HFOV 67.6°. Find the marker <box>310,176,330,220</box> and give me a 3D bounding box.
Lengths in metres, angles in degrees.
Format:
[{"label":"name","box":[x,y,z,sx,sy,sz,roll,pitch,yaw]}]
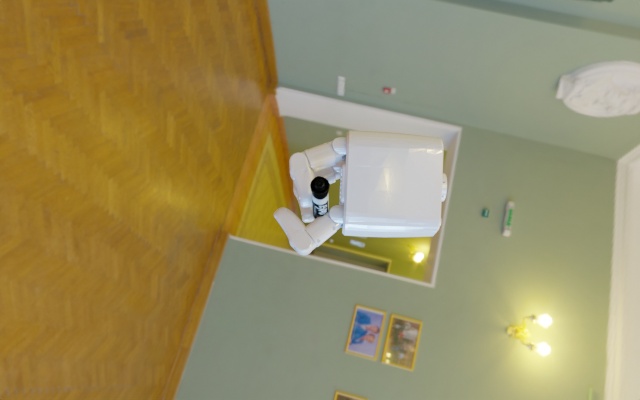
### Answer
[{"label":"marker","box":[0.000,0.002,0.506,0.020,0.020,0.121,0,-17,1]}]
